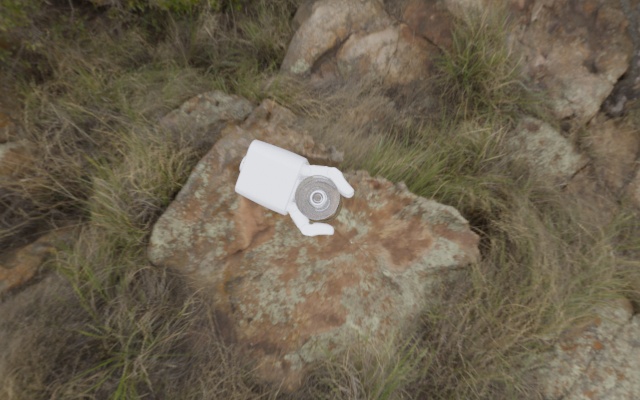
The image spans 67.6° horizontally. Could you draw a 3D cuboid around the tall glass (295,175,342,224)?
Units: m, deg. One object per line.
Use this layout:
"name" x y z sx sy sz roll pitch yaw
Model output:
"tall glass" 0.000 0.003 0.883 0.079 0.079 0.201 0 -5 4
